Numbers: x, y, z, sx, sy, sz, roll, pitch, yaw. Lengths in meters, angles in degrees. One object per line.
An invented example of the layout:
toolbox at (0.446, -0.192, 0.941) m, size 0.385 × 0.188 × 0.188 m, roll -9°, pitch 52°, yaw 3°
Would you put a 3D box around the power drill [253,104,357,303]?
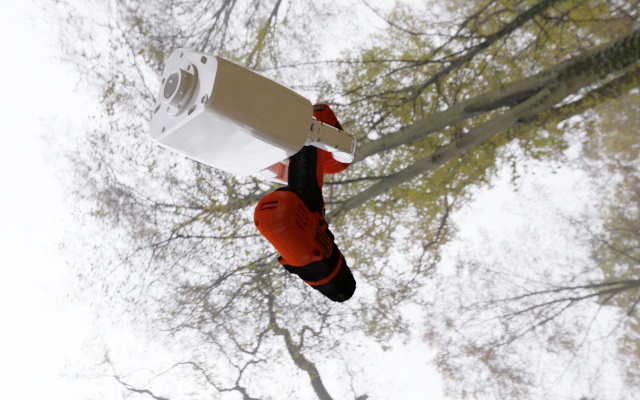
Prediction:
power drill at (0.000, 0.001, 0.532) m, size 0.057 × 0.187 × 0.184 m, roll -10°, pitch -39°, yaw 21°
